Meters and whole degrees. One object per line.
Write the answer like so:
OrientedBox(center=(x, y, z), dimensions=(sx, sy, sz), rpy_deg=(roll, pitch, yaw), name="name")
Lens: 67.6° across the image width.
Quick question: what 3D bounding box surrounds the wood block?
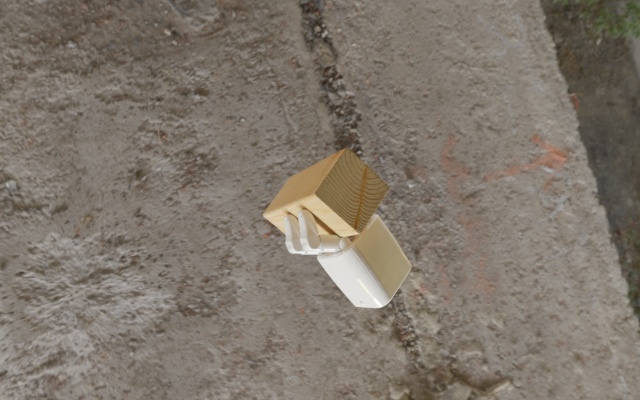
OrientedBox(center=(0.001, 0.002, 0.748), dimensions=(0.090, 0.090, 0.206), rpy_deg=(42, -25, -14), name="wood block")
